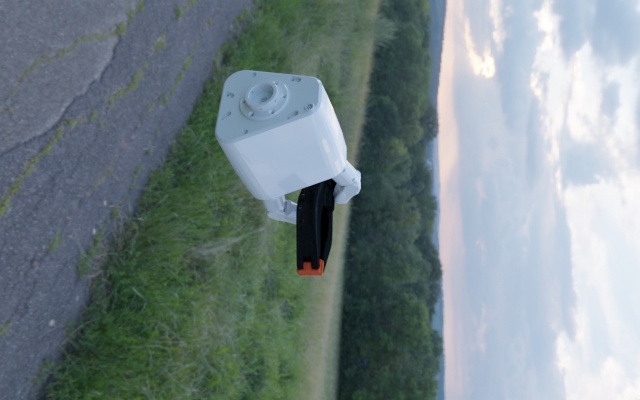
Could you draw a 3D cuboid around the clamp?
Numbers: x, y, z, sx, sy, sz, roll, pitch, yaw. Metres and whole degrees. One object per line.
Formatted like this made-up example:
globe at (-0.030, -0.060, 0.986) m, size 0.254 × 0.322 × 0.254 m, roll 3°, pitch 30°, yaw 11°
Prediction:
clamp at (0.001, 0.002, 0.602) m, size 0.036 × 0.209 × 0.165 m, roll -3°, pitch -29°, yaw 14°
